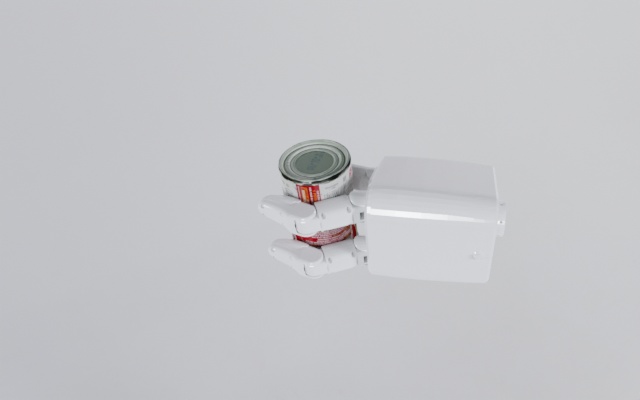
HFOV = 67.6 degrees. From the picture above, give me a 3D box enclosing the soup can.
[{"bbox_3d":[0.000,0.001,0.459,0.068,0.102,0.068,-5,40,4],"label":"soup can"}]
